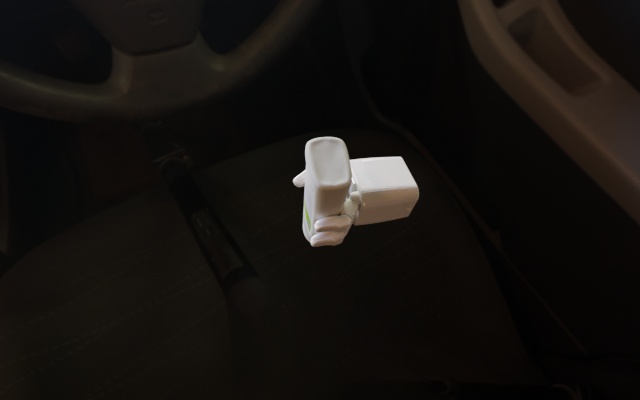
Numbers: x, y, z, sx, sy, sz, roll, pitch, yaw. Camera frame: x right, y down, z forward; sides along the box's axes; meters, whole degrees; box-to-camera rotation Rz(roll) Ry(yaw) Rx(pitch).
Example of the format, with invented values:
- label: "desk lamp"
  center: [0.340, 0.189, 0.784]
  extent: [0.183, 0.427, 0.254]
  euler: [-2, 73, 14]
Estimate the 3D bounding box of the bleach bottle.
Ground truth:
- label: "bleach bottle"
  center: [0.000, 0.003, 0.844]
  extent: [0.068, 0.102, 0.251]
  euler: [-5, -29, -10]
